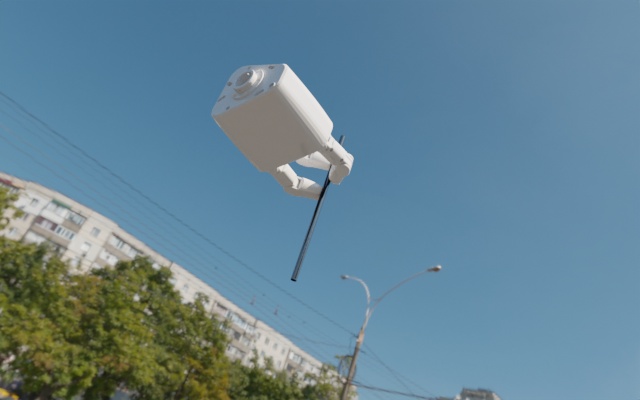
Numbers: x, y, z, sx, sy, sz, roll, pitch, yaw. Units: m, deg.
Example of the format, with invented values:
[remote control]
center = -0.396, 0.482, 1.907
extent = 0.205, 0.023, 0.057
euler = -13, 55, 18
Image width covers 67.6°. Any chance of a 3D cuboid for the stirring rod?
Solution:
[stirring rod]
center = 0.000, 0.002, 0.660
extent = 0.011, 0.239, 0.011
euler = 14, -31, 9
